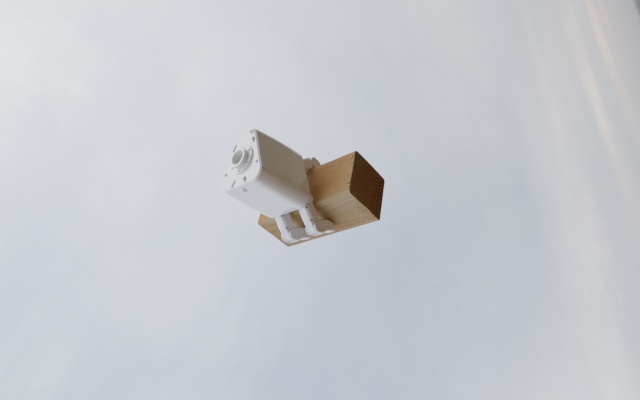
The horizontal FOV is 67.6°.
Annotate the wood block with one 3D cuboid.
[{"bbox_3d":[0.000,0.002,0.841,0.206,0.090,0.090,-19,-46,36],"label":"wood block"}]
